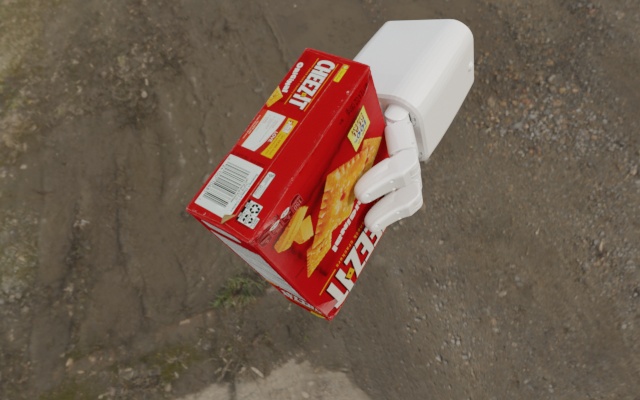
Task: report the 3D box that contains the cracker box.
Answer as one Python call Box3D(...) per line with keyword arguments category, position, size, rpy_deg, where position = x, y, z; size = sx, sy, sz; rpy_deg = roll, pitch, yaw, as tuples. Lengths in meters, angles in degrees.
Box3D(category="cracker box", position=(0.000, 0.001, 0.435), size=(0.072, 0.164, 0.214), rpy_deg=(25, -18, 28))
